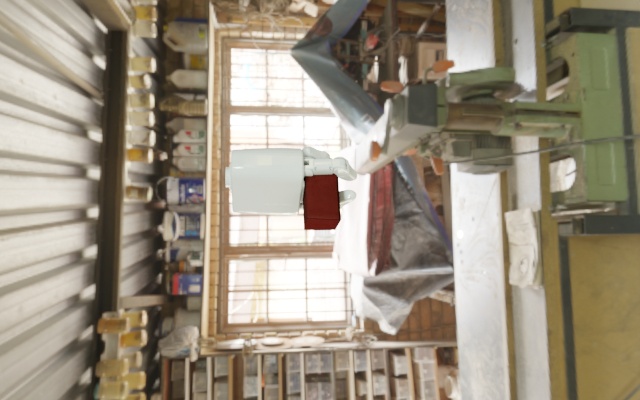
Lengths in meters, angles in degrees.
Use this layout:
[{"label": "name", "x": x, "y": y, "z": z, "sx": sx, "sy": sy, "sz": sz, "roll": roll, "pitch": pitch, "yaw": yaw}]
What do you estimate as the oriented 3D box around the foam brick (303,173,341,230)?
[{"label": "foam brick", "x": 0.000, "y": 0.003, "z": 0.732, "sx": 0.051, "sy": 0.078, "sz": 0.053, "roll": 1, "pitch": -23, "yaw": -9}]
